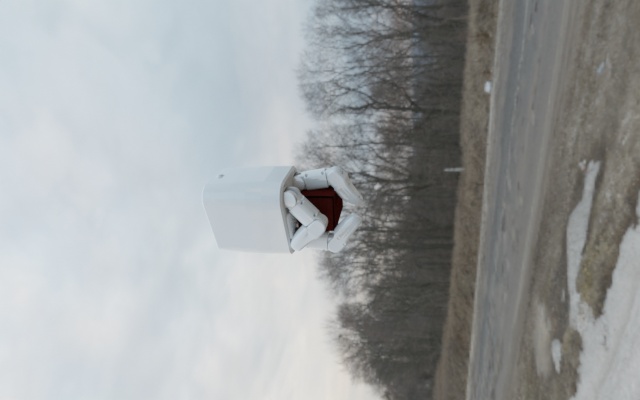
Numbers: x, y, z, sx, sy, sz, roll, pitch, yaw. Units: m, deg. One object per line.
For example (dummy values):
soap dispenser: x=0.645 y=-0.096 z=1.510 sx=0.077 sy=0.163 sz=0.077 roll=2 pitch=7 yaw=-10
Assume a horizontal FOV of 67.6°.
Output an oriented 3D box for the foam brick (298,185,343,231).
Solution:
foam brick: x=0.000 y=0.002 z=0.658 sx=0.051 sy=0.053 sz=0.078 roll=0 pitch=23 yaw=10
